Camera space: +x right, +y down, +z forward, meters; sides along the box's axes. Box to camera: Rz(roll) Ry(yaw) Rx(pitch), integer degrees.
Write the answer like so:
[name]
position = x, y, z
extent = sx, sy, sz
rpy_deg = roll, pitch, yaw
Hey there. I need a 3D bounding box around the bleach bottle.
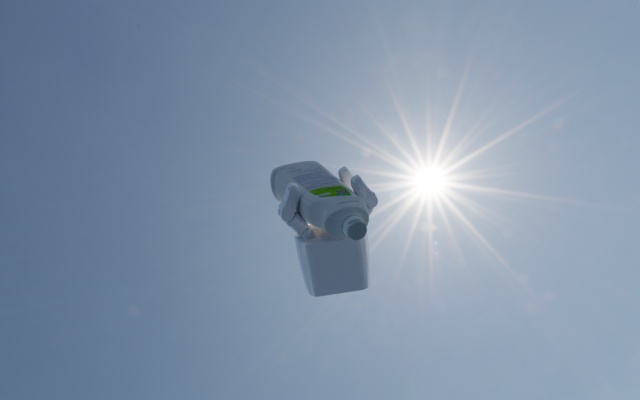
[bleach bottle]
position = 0.000, 0.002, 0.756
extent = 0.102, 0.068, 0.250
rpy_deg = -14, 24, -16
